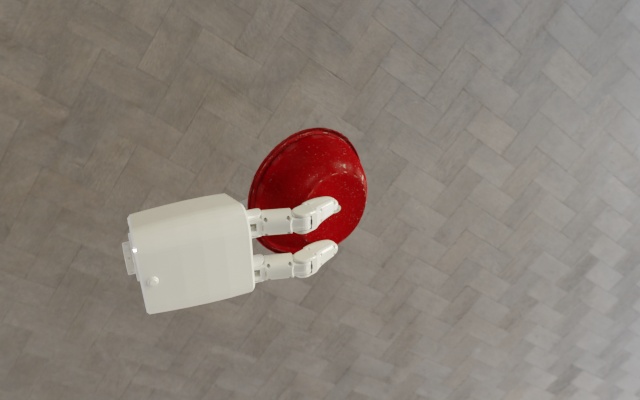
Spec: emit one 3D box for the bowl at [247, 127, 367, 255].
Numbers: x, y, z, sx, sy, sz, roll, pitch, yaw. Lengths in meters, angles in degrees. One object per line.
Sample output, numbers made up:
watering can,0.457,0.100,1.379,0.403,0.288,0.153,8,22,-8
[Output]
bowl,0.001,0.001,0.547,0.162,0.162,0.055,0,22,-39
